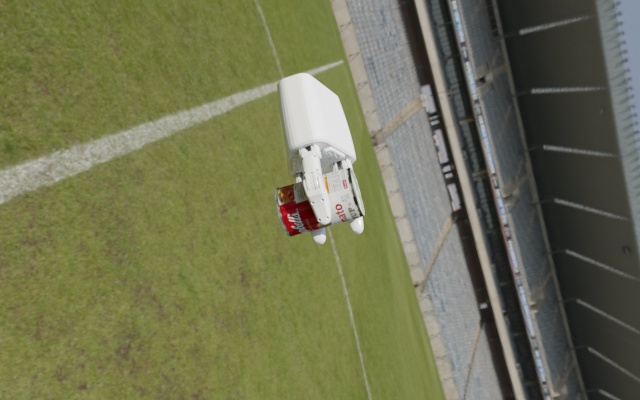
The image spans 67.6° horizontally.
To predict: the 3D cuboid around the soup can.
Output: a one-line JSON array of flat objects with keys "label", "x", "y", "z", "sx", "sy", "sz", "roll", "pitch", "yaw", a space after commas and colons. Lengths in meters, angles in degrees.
[{"label": "soup can", "x": 0.000, "y": 0.002, "z": 0.625, "sx": 0.102, "sy": 0.068, "sz": 0.068, "roll": -16, "pitch": -3, "yaw": 10}]
